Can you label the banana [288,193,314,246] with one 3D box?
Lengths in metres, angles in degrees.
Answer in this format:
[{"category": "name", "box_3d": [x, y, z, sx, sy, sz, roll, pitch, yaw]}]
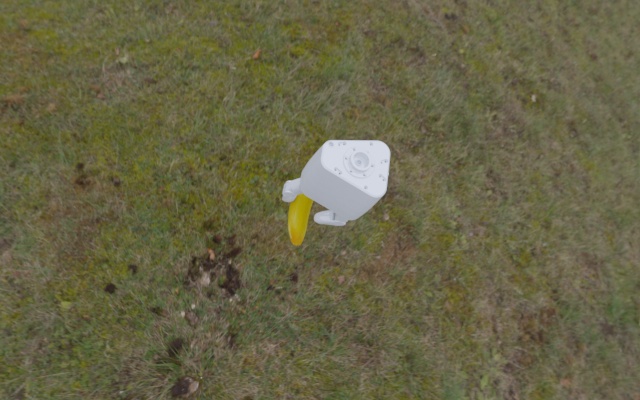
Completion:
[{"category": "banana", "box_3d": [-0.012, -0.011, 0.862, 0.069, 0.197, 0.037, 40, -28, -6]}]
